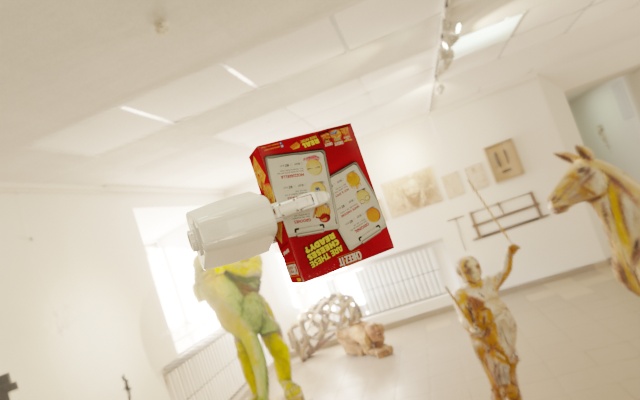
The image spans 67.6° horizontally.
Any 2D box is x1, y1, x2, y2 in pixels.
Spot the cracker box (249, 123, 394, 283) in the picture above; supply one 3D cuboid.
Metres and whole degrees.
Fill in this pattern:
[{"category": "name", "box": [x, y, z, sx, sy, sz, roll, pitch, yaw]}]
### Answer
[{"category": "cracker box", "box": [0.000, 0.002, 0.754, 0.164, 0.213, 0.072, -18, -3, -22]}]
